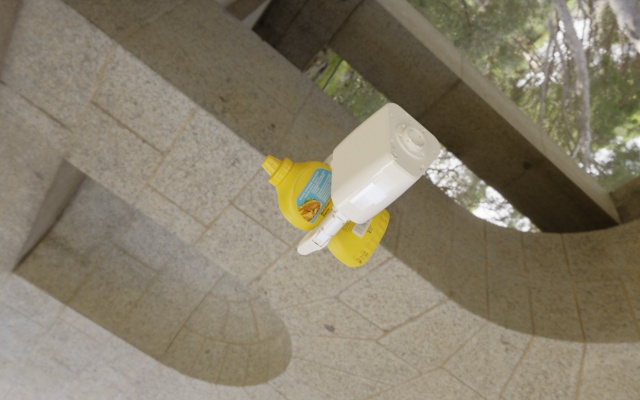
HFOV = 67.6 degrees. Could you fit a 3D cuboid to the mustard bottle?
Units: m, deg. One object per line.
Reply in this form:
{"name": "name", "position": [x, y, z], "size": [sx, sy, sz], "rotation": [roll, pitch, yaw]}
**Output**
{"name": "mustard bottle", "position": [0.000, 0.002, 0.660], "size": [0.192, 0.096, 0.058], "rotation": [38, -22, -13]}
